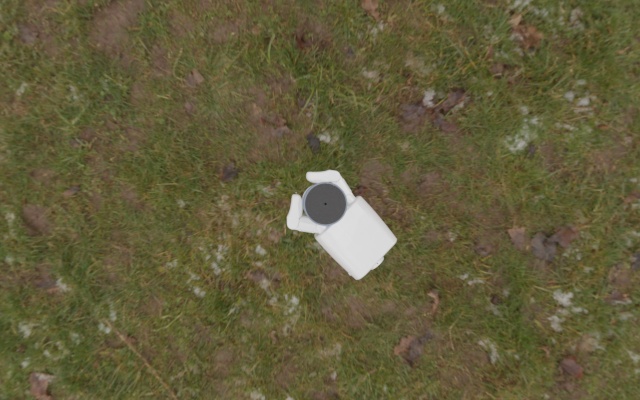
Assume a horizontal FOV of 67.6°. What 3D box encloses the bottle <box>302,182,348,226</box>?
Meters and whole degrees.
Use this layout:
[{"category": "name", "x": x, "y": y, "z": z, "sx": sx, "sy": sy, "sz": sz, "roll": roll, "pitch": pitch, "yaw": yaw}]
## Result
[{"category": "bottle", "x": 0.000, "y": 0.003, "z": 0.860, "sx": 0.069, "sy": 0.069, "sz": 0.295, "roll": 0, "pitch": 1, "yaw": -3}]
